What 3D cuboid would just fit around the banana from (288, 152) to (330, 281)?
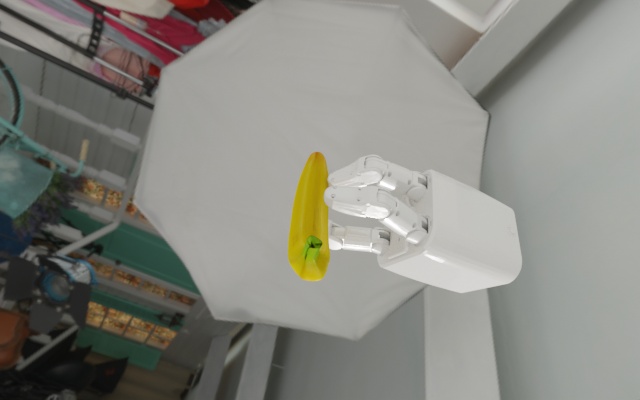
[{"bbox_3d":[-0.007,0.019,0.454,0.037,0.070,0.197,18,25,-10],"label":"banana"}]
